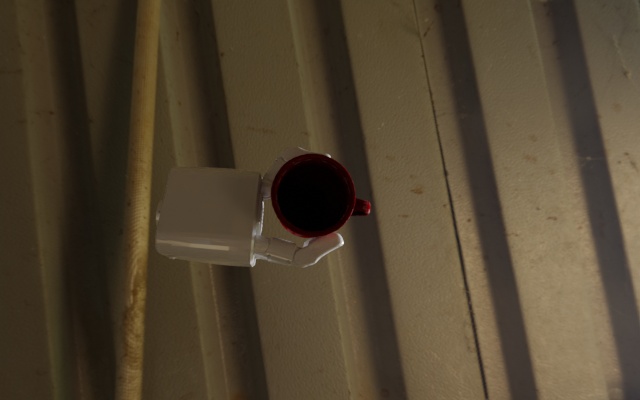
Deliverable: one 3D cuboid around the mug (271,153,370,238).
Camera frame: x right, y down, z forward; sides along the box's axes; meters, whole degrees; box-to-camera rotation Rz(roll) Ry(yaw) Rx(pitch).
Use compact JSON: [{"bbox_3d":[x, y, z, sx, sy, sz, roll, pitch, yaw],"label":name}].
[{"bbox_3d":[0.002,0.002,0.560,0.117,0.093,0.081,7,-10,-5],"label":"mug"}]
